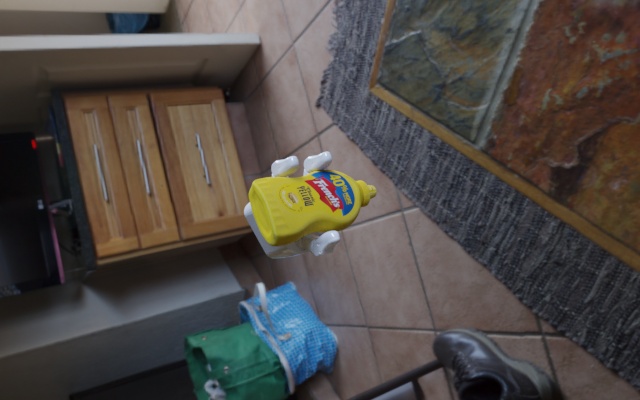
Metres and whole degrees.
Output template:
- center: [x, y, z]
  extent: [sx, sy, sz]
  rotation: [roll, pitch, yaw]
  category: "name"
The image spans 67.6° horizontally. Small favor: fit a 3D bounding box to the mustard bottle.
- center: [0.000, 0.002, 0.692]
  extent: [0.191, 0.096, 0.058]
  rotation: [-11, -31, -30]
  category: "mustard bottle"
